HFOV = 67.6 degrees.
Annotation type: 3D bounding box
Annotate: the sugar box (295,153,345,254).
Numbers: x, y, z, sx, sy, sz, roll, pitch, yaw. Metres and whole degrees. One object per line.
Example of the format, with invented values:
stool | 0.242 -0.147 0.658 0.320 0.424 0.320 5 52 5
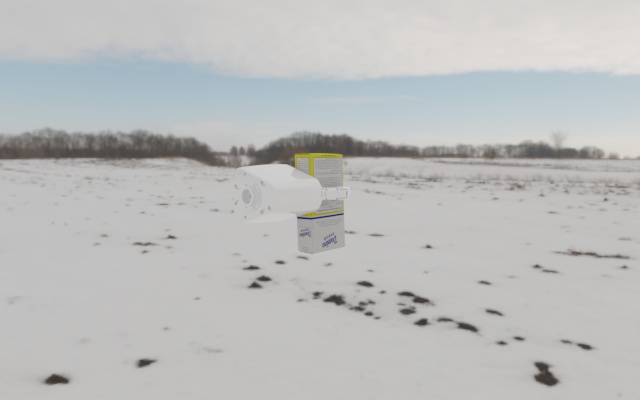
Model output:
sugar box | 0.000 0.003 0.871 0.048 0.176 0.093 6 7 42
